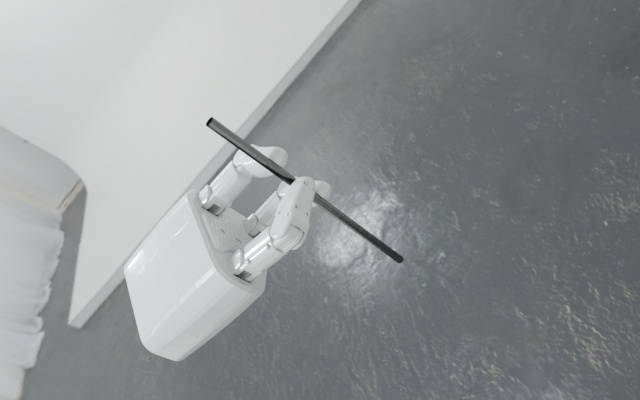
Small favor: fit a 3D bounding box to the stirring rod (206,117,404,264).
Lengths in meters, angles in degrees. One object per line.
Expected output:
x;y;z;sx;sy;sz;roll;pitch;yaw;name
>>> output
0.000;0.001;0.413;0.240;0.011;0.011;36;-22;-34;stirring rod
